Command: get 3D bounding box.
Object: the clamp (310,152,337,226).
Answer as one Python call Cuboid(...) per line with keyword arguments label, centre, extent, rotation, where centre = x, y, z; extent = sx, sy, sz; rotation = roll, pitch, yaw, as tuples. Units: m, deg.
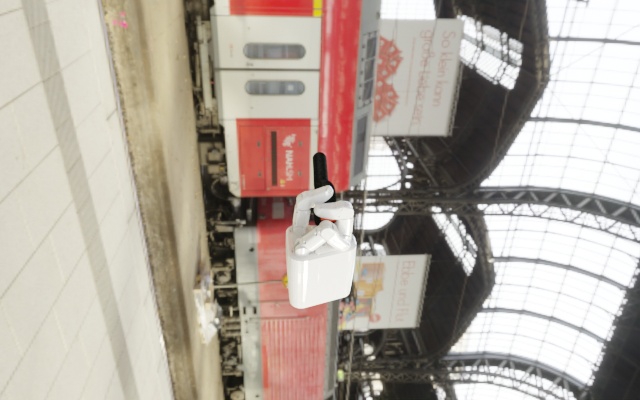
Cuboid(label="clamp", centre=(0.001, 0.003, 0.829), extent=(0.039, 0.120, 0.171), rotation=(0, 31, -6))
